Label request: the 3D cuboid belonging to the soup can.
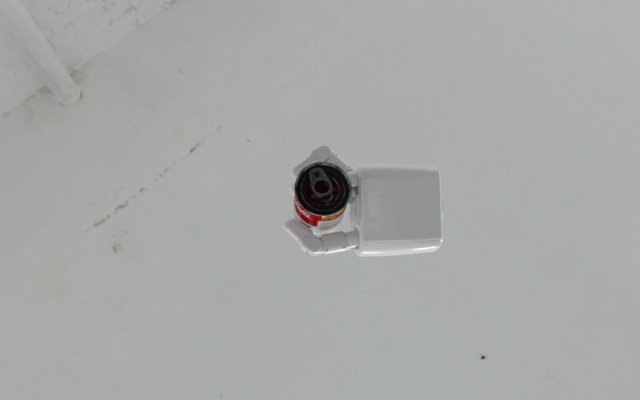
[{"bbox_3d":[0.000,0.002,0.607,0.068,0.068,0.102,0,-19,-4],"label":"soup can"}]
